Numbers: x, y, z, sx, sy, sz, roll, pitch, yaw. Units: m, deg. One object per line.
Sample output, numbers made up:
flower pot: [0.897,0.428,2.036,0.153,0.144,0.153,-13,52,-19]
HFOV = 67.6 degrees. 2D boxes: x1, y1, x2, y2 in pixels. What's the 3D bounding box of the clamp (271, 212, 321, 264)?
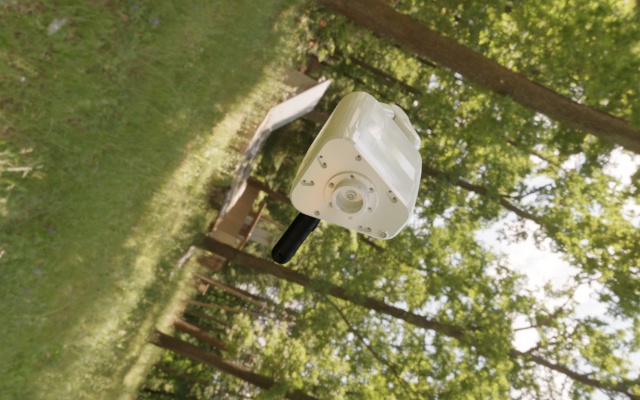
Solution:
clamp: [0.001,0.002,0.570,0.039,0.171,0.120,31,34,-1]
